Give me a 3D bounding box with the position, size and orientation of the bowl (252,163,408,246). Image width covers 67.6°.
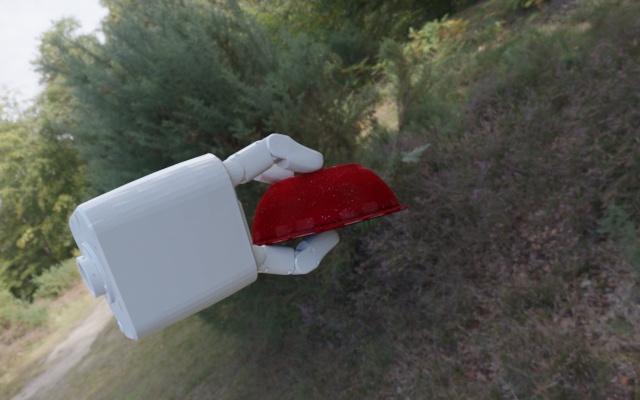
[{"bbox_3d":[0.001,0.001,0.470,0.162,0.055,0.162,-14,-2,-1],"label":"bowl"}]
